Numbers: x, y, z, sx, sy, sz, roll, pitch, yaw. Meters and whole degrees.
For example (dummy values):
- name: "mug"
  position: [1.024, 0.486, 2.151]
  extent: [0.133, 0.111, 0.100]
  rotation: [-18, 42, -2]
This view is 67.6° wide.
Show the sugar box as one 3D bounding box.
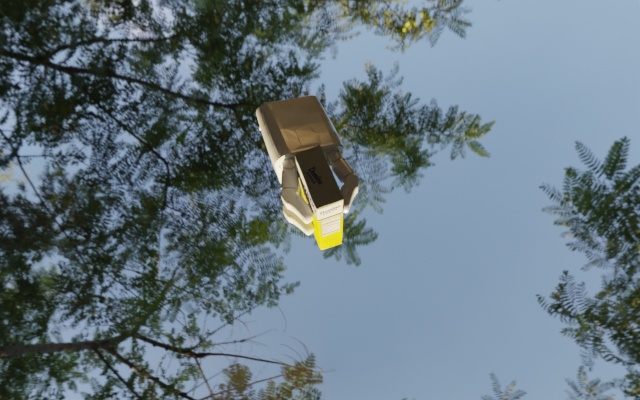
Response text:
- name: "sugar box"
  position: [0.000, 0.002, 0.719]
  extent: [0.048, 0.093, 0.176]
  rotation: [-21, -24, -4]
